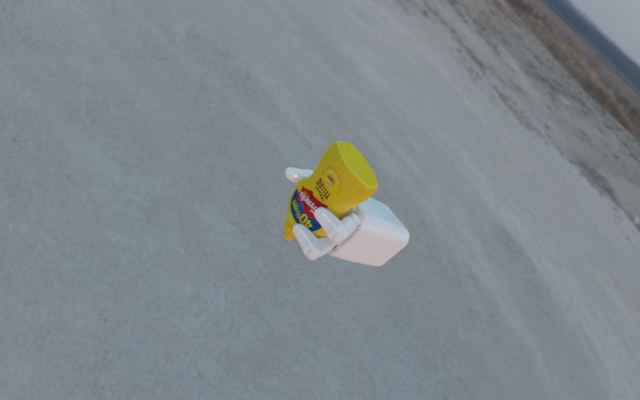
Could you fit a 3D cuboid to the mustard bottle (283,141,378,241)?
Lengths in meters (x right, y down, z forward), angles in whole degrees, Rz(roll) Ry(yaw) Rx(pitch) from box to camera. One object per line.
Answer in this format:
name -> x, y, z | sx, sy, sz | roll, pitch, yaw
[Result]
mustard bottle -> 0.000, 0.002, 0.752 | 0.058, 0.096, 0.192 | -4, -34, -49
